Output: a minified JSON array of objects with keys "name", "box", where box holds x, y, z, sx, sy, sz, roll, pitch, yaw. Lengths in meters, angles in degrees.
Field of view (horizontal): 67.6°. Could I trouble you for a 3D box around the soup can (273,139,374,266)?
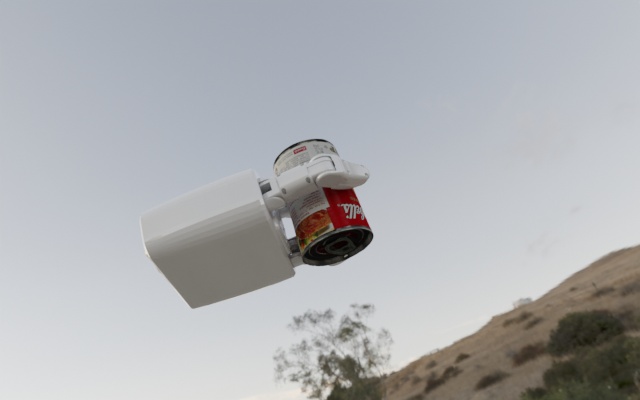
[{"name":"soup can","box":[0.000,0.001,0.450,0.068,0.102,0.068,-16,-29,-9]}]
